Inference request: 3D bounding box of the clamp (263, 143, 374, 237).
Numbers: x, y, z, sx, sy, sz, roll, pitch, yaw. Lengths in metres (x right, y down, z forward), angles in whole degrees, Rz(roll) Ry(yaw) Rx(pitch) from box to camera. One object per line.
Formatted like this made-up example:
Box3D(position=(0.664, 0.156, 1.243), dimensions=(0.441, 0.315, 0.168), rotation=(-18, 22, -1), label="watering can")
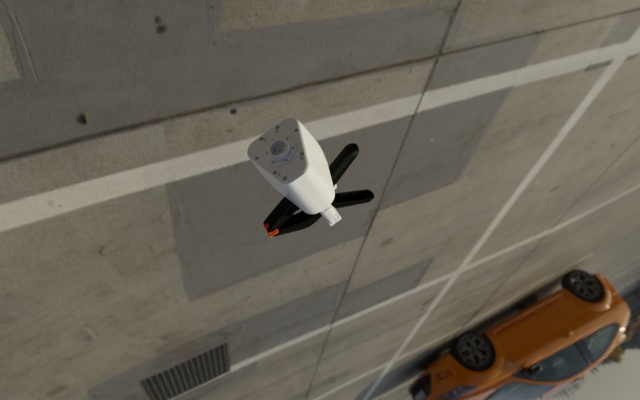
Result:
Box3D(position=(0.000, 0.004, 0.838), dimensions=(0.210, 0.036, 0.165), rotation=(-35, -35, 4), label="clamp")
